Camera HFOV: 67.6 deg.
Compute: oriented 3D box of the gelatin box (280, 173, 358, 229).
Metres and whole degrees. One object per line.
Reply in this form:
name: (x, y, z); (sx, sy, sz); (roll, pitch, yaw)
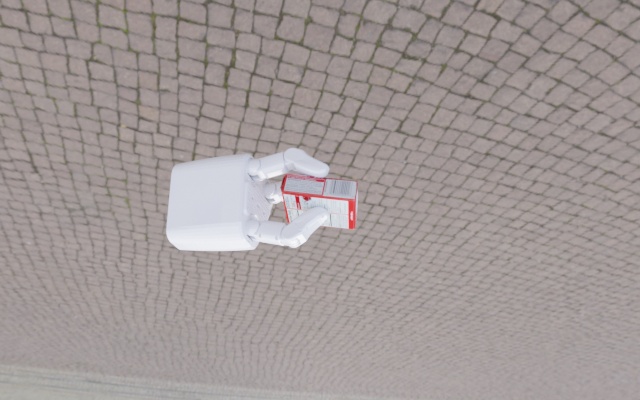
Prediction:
gelatin box: (0.000, 0.002, 0.579); (0.089, 0.030, 0.073); (6, -31, 8)
